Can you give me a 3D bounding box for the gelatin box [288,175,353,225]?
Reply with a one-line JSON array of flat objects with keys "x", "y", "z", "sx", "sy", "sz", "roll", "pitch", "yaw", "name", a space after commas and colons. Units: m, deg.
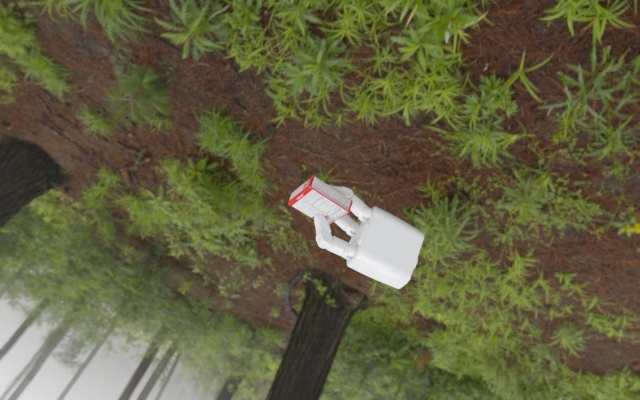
[{"x": 0.000, "y": 0.003, "z": 0.840, "sx": 0.089, "sy": 0.030, "sz": 0.073, "roll": 32, "pitch": -39, "yaw": -20, "name": "gelatin box"}]
